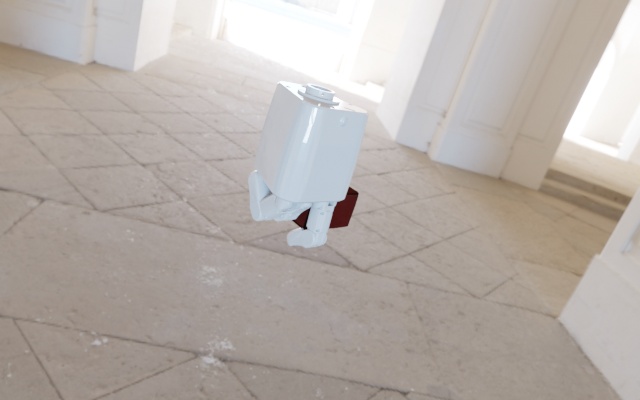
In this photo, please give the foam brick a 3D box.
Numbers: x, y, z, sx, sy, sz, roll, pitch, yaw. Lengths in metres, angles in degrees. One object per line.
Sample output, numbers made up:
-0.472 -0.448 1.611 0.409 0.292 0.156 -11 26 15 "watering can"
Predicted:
0.000 0.002 0.609 0.078 0.051 0.053 -2 28 -42 "foam brick"
